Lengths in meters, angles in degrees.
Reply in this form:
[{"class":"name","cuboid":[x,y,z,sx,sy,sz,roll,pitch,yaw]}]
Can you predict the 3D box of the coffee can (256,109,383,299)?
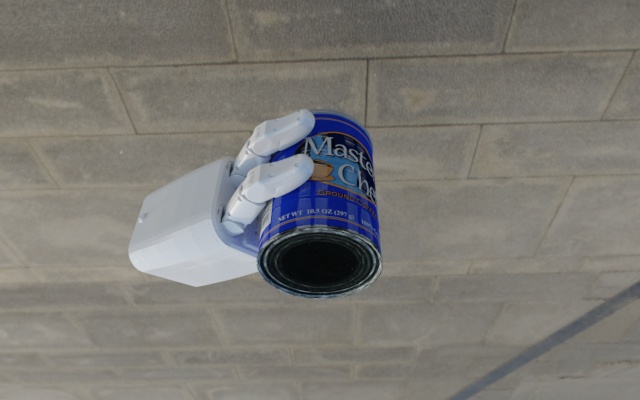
[{"class":"coffee can","cuboid":[0.000,0.001,0.430,0.103,0.140,0.103,0,-41,0]}]
